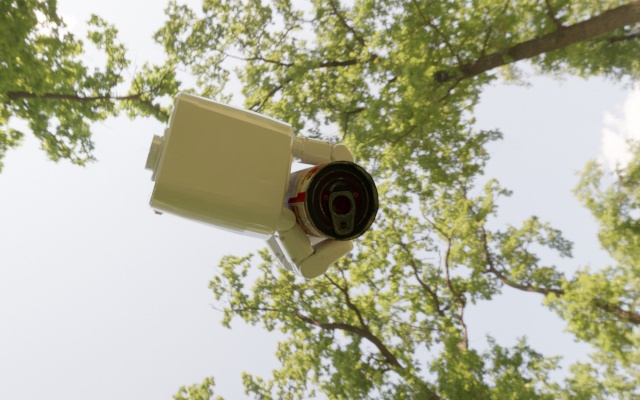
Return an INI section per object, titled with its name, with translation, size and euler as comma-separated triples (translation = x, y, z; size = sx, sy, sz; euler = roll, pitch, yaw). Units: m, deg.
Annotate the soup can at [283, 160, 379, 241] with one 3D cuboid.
[soup can]
translation = 0.000, 0.001, 0.445
size = 0.068, 0.068, 0.102
euler = 0, -1, -22
